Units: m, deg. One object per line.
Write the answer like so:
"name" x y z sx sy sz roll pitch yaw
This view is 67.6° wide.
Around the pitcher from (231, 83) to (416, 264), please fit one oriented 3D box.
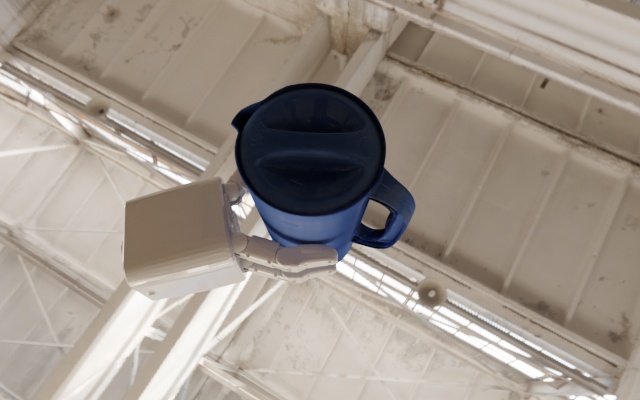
"pitcher" 0.000 0.002 0.519 0.145 0.149 0.243 -15 -22 -6
